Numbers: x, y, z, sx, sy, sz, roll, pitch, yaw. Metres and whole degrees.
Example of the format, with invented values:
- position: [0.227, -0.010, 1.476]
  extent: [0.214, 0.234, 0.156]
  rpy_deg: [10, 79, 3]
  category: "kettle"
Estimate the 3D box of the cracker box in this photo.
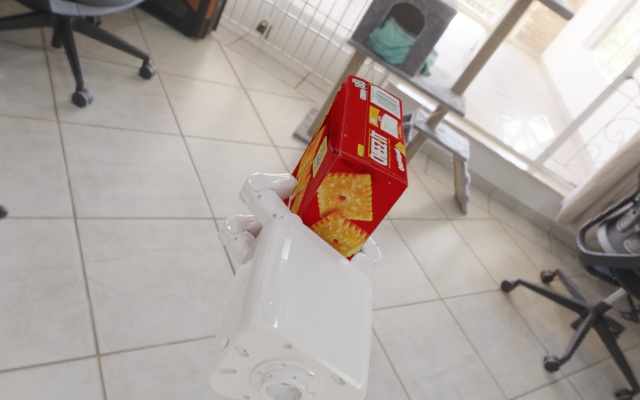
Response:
- position: [0.000, 0.002, 0.480]
  extent: [0.072, 0.214, 0.164]
  rpy_deg: [26, 35, -12]
  category: "cracker box"
